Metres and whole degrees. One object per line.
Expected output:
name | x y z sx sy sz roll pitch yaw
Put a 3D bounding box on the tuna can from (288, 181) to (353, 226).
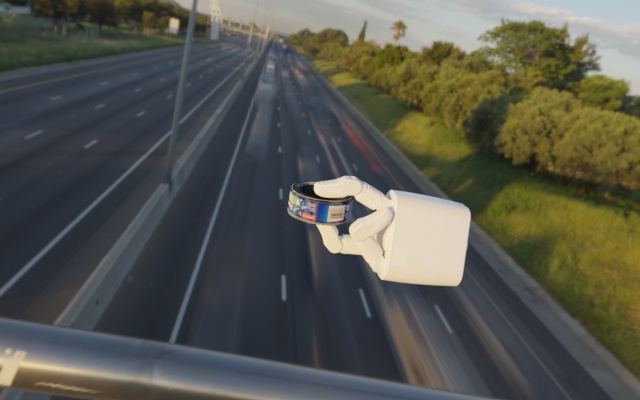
tuna can | 0.000 0.002 0.640 0.086 0.034 0.086 7 19 -3
